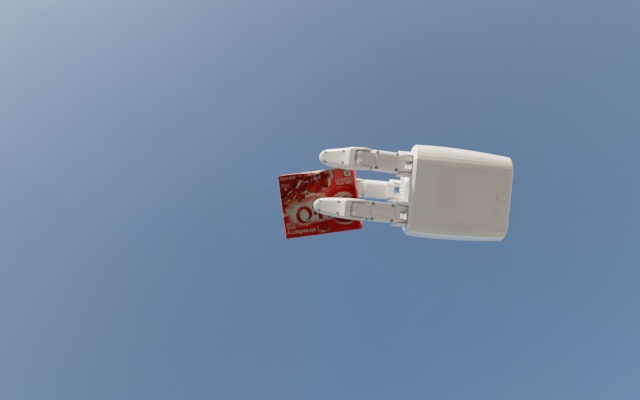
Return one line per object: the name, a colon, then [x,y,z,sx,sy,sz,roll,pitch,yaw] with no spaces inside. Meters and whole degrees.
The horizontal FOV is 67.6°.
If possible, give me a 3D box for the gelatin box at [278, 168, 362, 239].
gelatin box: [0.000,0.002,0.550,0.089,0.073,0.030,-7,3,6]
